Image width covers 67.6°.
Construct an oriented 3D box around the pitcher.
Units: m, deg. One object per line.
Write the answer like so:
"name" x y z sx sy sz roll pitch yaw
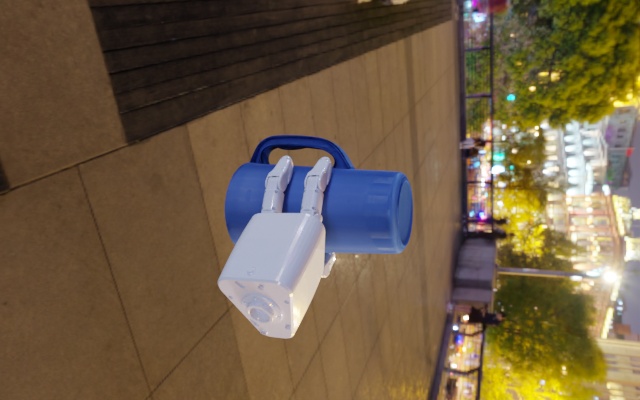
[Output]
"pitcher" 0.000 0.002 0.668 0.243 0.149 0.145 1 41 22
